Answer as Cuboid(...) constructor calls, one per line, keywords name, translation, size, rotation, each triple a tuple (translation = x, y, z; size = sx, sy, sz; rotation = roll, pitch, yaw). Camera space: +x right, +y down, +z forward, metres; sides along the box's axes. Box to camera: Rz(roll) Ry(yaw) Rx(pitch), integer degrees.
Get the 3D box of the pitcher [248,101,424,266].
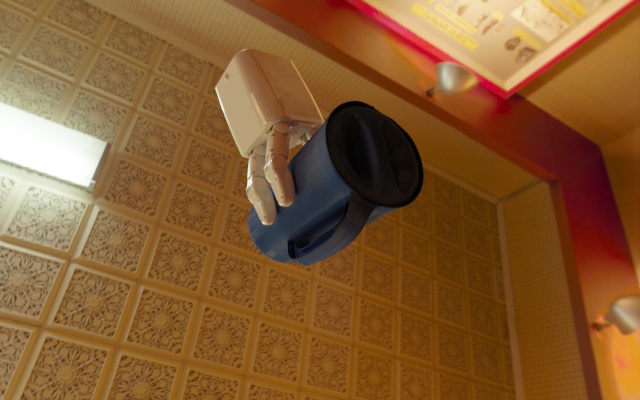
Cuboid(name="pitcher", translation=(0.000, 0.002, 0.600), size=(0.149, 0.145, 0.243), rotation=(-18, -14, -39))
